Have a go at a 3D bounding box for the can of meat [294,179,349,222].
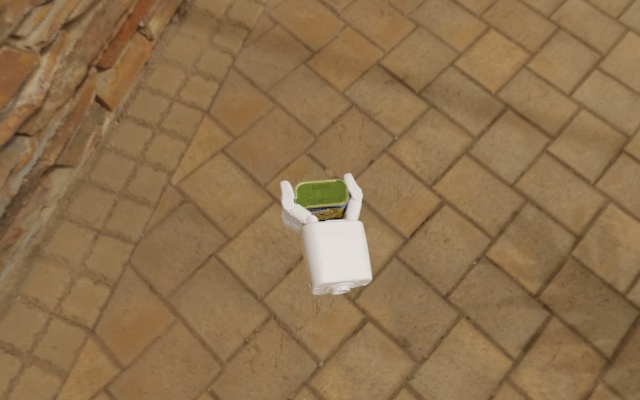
[{"bbox_3d":[0.000,0.003,0.876,0.102,0.057,0.084,-5,-22,-4],"label":"can of meat"}]
